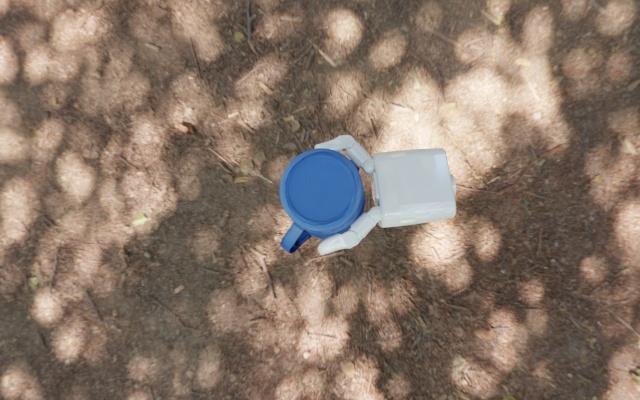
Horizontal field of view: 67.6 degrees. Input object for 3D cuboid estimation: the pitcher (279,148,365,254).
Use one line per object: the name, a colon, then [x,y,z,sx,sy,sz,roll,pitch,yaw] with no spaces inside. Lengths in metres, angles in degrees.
pitcher: [0.000,0.002,0.721,0.145,0.149,0.243,-6,-4,3]
